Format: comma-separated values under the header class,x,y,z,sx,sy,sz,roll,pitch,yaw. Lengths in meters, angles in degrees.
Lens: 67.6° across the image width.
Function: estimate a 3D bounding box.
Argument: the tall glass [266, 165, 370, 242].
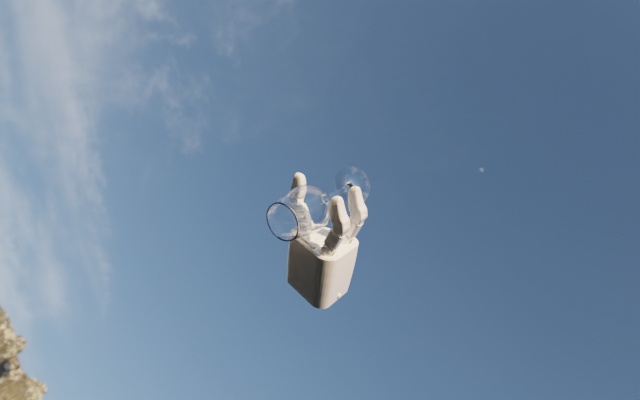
class,x,y,z,sx,sy,sz,roll,pitch,yaw
tall glass,0.000,0.002,0.782,0.079,0.079,0.201,0,17,37
